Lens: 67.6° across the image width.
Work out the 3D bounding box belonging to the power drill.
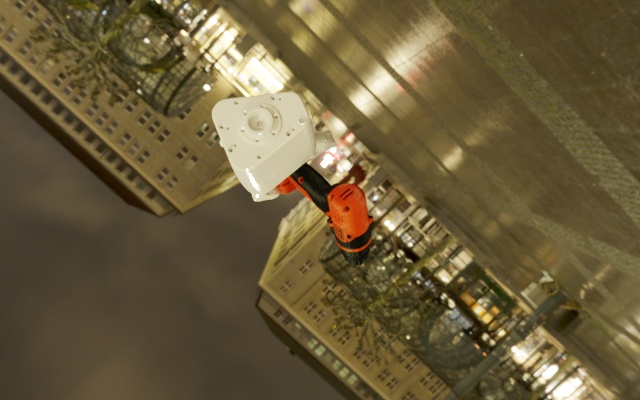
[{"bbox_3d":[0.000,0.002,0.699,0.187,0.057,0.185,38,-22,27],"label":"power drill"}]
